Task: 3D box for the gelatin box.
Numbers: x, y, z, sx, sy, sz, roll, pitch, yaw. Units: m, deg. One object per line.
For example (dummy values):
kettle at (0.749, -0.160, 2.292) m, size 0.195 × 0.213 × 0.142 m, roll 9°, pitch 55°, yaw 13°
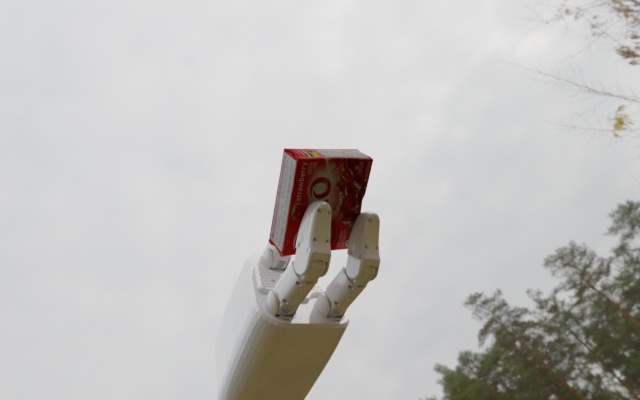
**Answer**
gelatin box at (0.000, 0.001, 0.405) m, size 0.073 × 0.089 × 0.030 m, roll -3°, pitch 25°, yaw -31°
